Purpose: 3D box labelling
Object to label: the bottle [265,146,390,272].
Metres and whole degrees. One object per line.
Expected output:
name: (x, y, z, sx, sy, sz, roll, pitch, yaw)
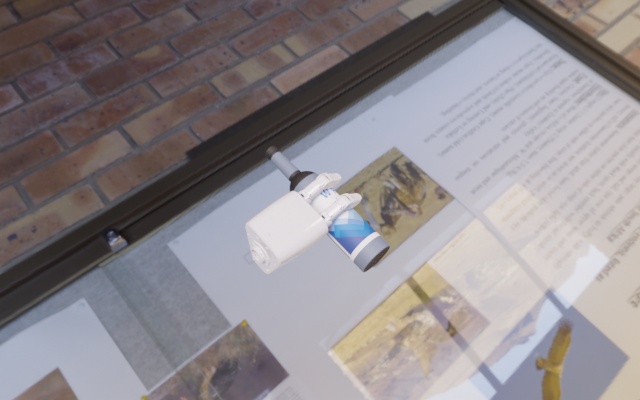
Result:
bottle: (0.000, 0.003, 0.876, 0.295, 0.069, 0.069, 45, 18, 19)
